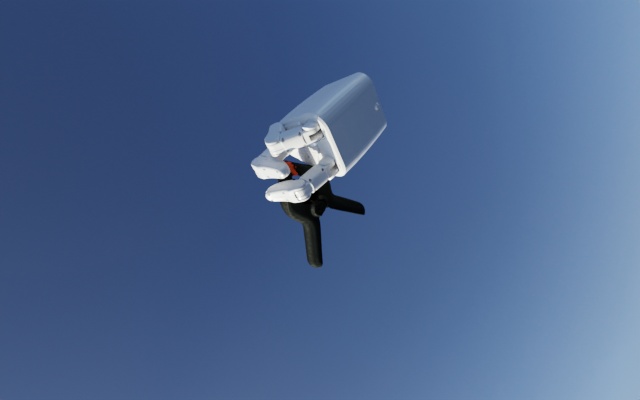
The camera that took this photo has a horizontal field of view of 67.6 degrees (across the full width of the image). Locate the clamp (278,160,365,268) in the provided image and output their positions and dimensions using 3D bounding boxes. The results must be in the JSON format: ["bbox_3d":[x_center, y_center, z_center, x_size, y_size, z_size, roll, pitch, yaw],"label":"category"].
[{"bbox_3d":[0.000,0.002,0.675,0.039,0.172,0.120,17,53,43],"label":"clamp"}]
